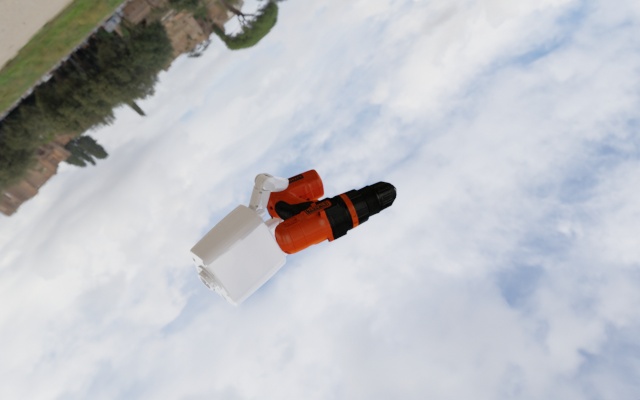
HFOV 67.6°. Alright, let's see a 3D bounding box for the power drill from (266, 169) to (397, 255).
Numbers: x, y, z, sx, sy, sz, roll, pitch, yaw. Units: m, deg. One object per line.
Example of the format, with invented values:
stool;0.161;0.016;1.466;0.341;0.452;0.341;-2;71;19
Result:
power drill;0.000;0.002;0.721;0.184;0.057;0.187;-22;20;-14
